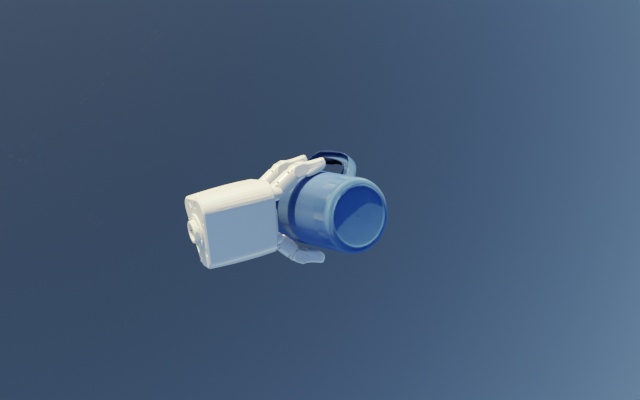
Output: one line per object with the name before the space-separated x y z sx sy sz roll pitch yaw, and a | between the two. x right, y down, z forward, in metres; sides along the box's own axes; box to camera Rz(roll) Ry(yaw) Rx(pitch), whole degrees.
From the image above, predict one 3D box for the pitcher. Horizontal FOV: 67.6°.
pitcher | 0.000 0.003 0.764 0.145 0.149 0.243 -13 11 -28
